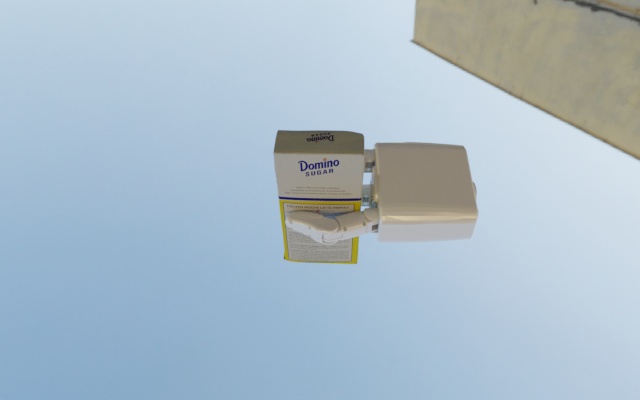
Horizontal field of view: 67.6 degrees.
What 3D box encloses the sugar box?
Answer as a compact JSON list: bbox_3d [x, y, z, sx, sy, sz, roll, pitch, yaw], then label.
[{"bbox_3d":[0.000,0.001,0.543,0.093,0.176,0.048,2,43,2],"label":"sugar box"}]
